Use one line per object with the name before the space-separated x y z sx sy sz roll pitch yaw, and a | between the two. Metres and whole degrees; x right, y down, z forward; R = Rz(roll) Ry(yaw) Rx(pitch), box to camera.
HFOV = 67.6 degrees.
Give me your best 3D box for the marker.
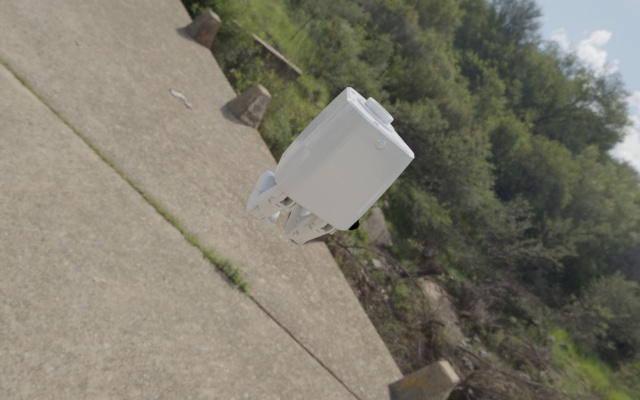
marker | 0.000 0.002 0.546 0.121 0.020 0.020 33 -18 -29
